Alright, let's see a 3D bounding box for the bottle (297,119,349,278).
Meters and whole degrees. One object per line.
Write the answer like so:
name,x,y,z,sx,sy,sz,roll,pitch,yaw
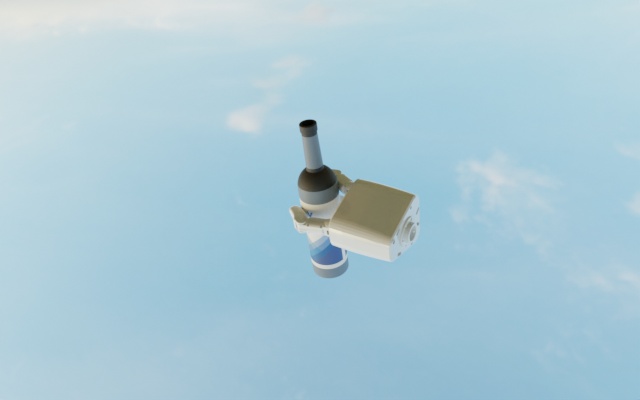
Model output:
bottle,0.000,0.003,0.800,0.069,0.296,0.069,-6,35,4
